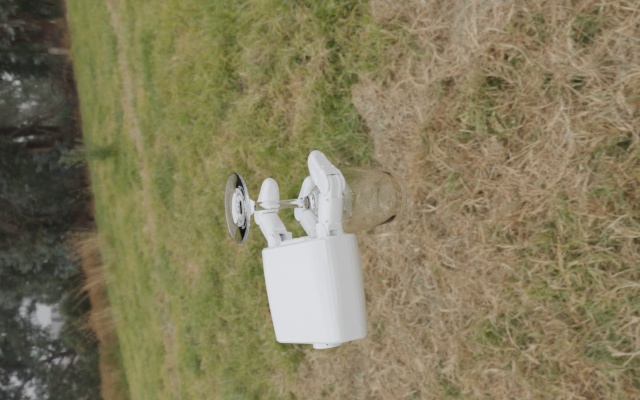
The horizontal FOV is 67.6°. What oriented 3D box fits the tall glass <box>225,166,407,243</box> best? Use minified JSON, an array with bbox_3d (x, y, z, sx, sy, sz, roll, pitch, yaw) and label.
[{"bbox_3d":[-0.001,0.002,0.541,0.201,0.079,0.079,-4,2,-28],"label":"tall glass"}]
